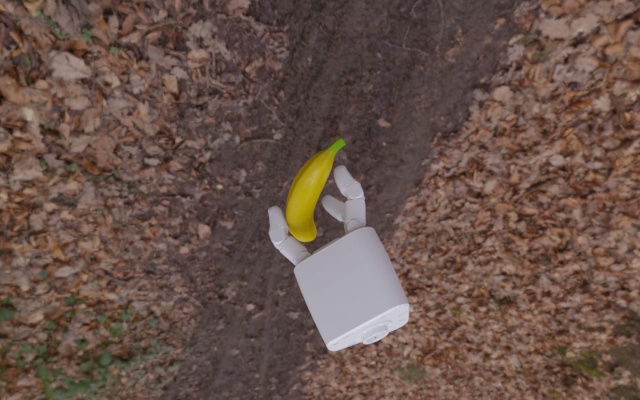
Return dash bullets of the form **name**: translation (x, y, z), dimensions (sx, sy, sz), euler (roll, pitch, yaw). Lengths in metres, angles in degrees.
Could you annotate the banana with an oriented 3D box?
- **banana**: translation (-0.015, 0.005, 0.627), dimensions (0.069, 0.037, 0.198), euler (-17, -32, -29)
